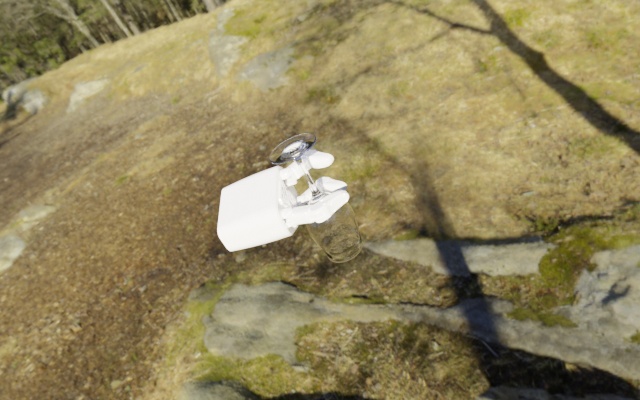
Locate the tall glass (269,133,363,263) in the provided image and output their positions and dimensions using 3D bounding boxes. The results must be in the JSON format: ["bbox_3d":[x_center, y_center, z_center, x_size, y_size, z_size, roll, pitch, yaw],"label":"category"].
[{"bbox_3d":[0.000,0.002,0.724,0.079,0.201,0.079,-21,30,13],"label":"tall glass"}]
